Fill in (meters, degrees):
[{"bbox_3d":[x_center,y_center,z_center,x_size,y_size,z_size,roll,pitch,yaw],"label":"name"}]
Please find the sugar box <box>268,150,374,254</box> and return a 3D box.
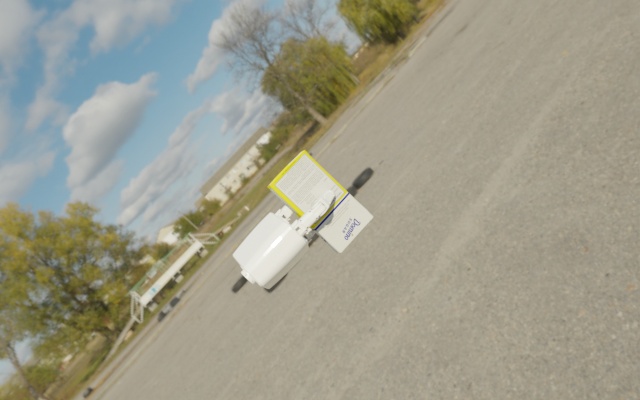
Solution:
[{"bbox_3d":[0.000,0.003,0.860,0.176,0.093,0.048,45,-9,-8],"label":"sugar box"}]
